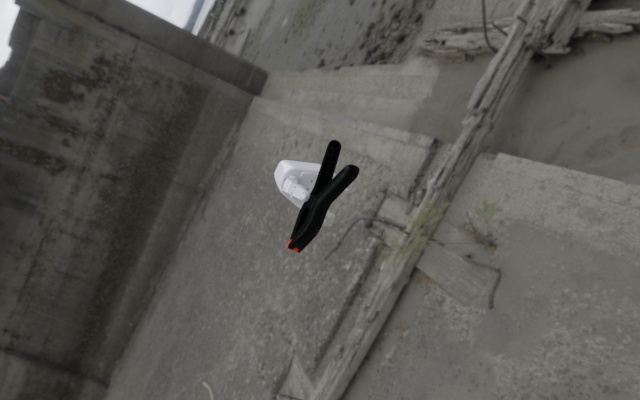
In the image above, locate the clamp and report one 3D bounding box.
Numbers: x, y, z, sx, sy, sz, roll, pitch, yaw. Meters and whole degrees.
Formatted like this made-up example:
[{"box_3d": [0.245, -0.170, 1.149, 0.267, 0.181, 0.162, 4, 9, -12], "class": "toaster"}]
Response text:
[{"box_3d": [-0.001, 0.003, 0.824, 0.036, 0.210, 0.164, 23, 9, -16], "class": "clamp"}]
